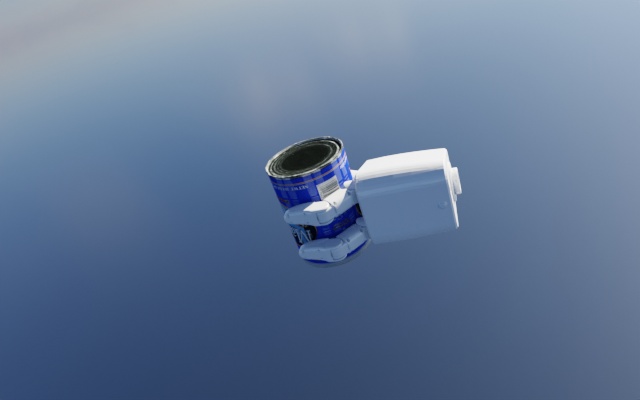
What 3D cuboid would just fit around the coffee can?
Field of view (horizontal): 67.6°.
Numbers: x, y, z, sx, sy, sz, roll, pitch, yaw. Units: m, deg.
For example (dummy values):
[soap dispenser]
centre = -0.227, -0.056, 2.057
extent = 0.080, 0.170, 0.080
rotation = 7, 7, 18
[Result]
[coffee can]
centre = 0.000, 0.002, 0.628
extent = 0.103, 0.140, 0.102
rotation = -15, 29, 9
